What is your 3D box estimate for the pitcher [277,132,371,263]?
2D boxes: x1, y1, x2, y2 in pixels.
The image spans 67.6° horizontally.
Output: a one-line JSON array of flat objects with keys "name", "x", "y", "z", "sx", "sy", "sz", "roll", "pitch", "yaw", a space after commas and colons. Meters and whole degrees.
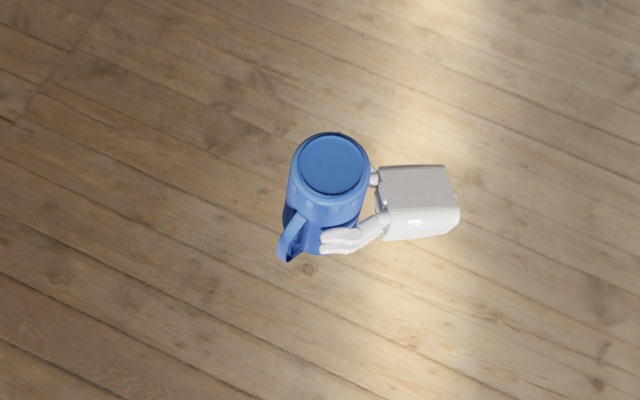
[{"name": "pitcher", "x": 0.000, "y": 0.002, "z": 0.734, "sx": 0.145, "sy": 0.149, "sz": 0.243, "roll": -3, "pitch": -19, "yaw": -5}]
